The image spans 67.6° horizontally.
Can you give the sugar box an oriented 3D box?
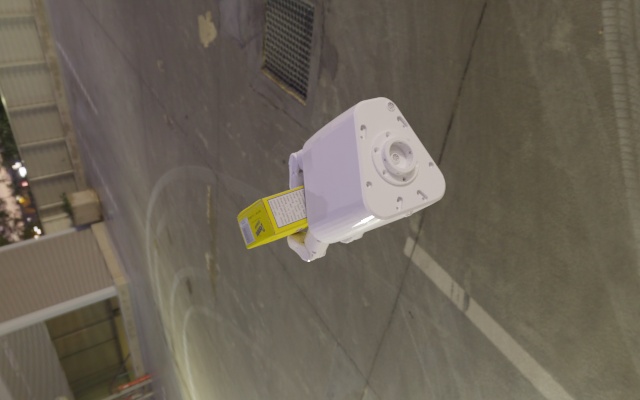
[{"bbox_3d":[0.000,0.002,0.550,0.176,0.048,0.093,-17,-5,-29],"label":"sugar box"}]
